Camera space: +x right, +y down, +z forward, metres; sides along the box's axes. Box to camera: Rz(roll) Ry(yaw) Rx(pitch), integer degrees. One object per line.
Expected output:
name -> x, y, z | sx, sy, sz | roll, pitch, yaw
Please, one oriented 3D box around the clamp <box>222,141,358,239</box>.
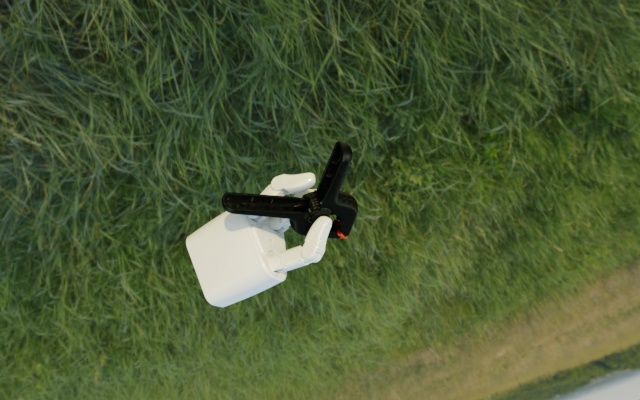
clamp -> 0.000, 0.003, 0.613 | 0.164, 0.036, 0.210 | -26, -30, 20
